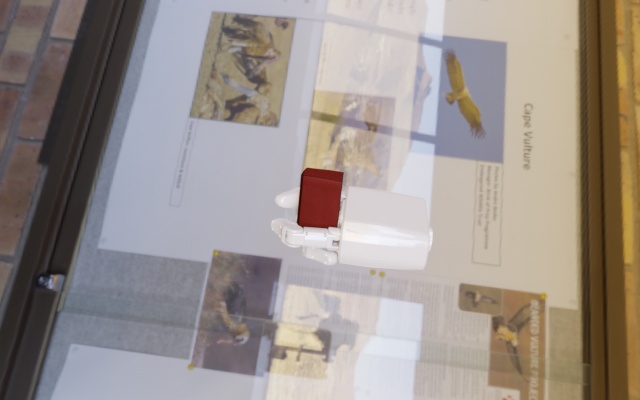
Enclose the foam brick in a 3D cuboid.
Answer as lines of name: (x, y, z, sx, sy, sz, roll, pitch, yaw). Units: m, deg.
foam brick: (0.000, 0.002, 0.605, 0.051, 0.078, 0.053, 7, 17, 4)
